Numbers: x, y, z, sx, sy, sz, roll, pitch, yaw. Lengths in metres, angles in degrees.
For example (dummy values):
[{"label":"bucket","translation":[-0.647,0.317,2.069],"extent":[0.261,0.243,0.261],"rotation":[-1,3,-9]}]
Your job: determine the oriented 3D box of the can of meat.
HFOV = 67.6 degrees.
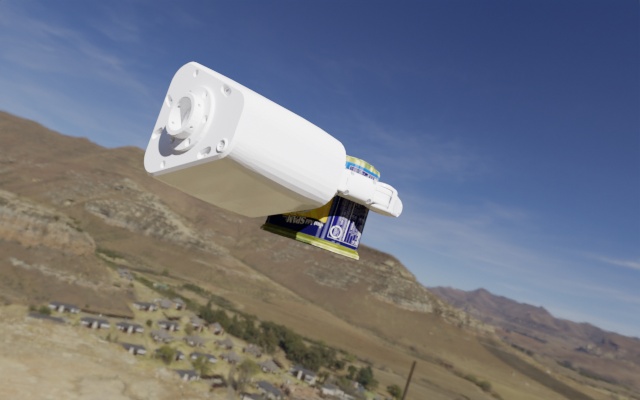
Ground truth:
[{"label":"can of meat","translation":[0.000,0.001,0.452],"extent":[0.102,0.084,0.057],"rotation":[12,-8,45]}]
